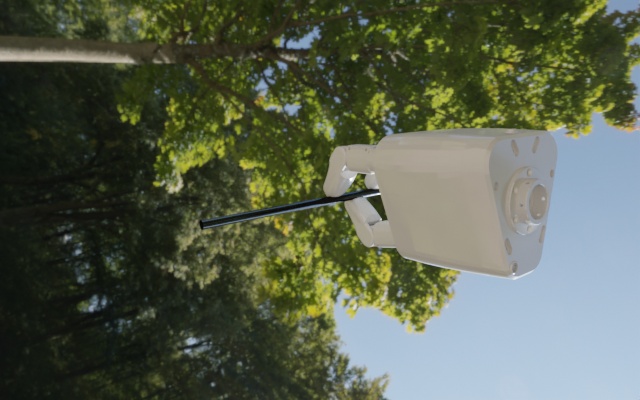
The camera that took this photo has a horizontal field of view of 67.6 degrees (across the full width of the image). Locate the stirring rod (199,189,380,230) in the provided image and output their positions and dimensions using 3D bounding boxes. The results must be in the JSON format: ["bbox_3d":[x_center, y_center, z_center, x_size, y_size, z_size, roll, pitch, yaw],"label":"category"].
[{"bbox_3d":[0.000,0.002,0.456,0.239,0.011,0.011,-11,6,-35],"label":"stirring rod"}]
